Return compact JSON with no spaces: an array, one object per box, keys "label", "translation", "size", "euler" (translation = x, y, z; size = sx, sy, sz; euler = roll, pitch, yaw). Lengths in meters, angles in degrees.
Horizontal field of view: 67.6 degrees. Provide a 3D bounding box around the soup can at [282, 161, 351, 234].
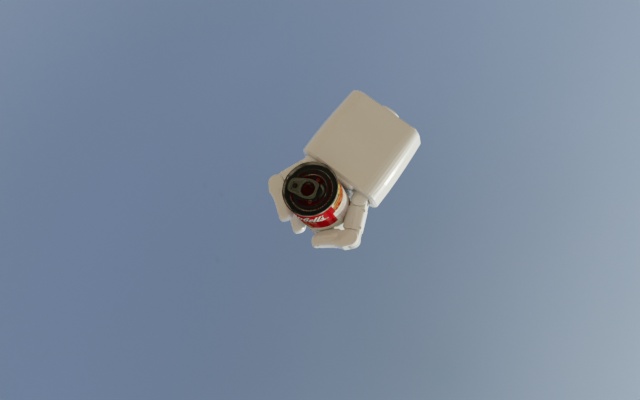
[{"label":"soup can","translation":[0.000,0.002,0.594],"size":[0.068,0.068,0.102],"euler":[0,-19,15]}]
